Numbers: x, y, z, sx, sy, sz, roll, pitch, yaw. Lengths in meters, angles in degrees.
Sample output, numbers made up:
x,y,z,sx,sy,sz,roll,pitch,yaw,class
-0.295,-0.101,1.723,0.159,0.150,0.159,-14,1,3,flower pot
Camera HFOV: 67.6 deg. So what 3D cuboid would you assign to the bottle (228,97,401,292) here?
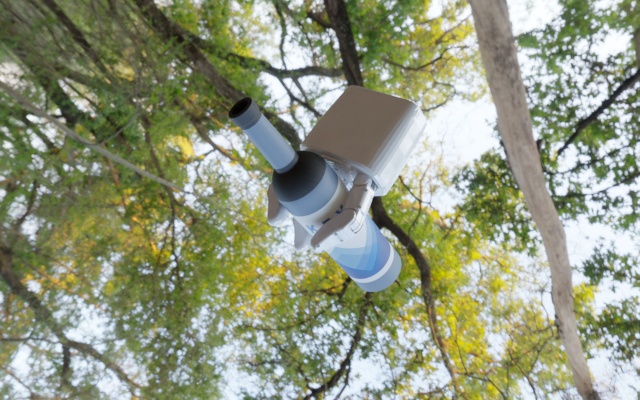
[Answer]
x,y,z,sx,sy,sz,roll,pitch,yaw,class
0.000,0.002,0.534,0.069,0.069,0.296,0,-37,40,bottle
